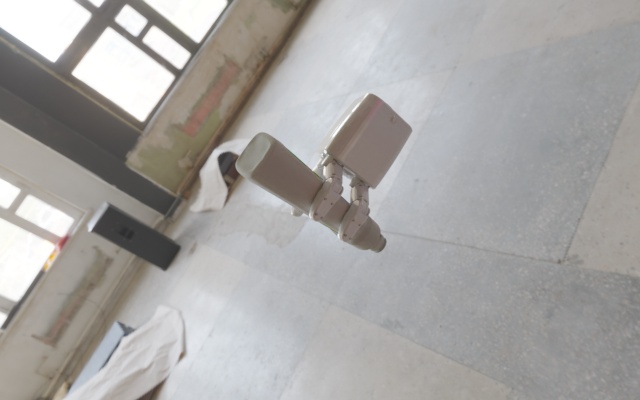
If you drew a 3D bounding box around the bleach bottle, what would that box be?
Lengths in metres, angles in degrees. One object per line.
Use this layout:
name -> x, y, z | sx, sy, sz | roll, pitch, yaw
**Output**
bleach bottle -> 0.000, 0.002, 0.696 | 0.251, 0.068, 0.102 | 36, 0, -28
